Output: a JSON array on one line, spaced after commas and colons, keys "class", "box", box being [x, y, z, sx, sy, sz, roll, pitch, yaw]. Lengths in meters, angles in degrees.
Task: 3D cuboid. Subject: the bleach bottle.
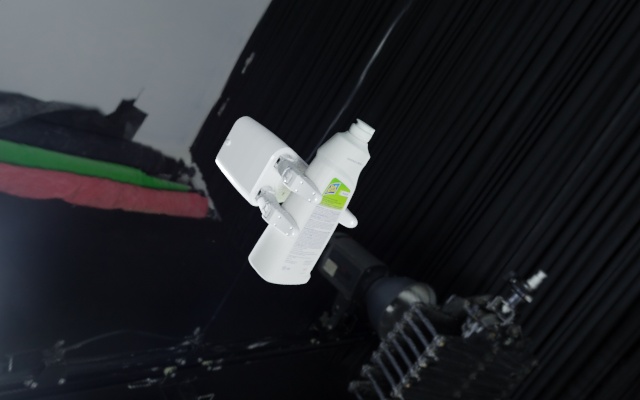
[{"class": "bleach bottle", "box": [0.000, 0.002, 0.673, 0.068, 0.251, 0.102, 43, 18, 33]}]
